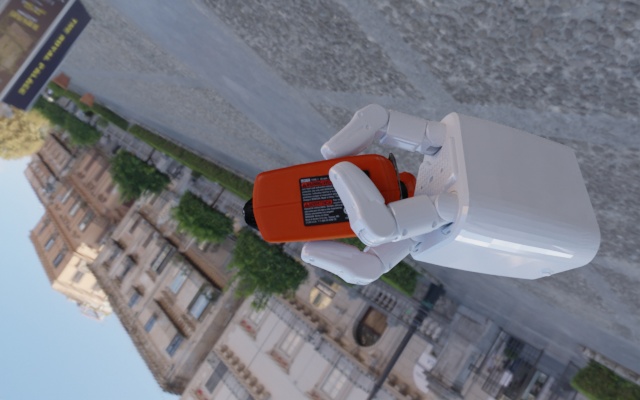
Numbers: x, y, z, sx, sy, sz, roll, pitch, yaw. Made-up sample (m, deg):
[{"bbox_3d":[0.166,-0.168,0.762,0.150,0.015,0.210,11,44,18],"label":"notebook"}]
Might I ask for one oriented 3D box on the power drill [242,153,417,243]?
[{"bbox_3d":[0.000,0.001,0.426,0.184,0.057,0.187,-9,0,7],"label":"power drill"}]
